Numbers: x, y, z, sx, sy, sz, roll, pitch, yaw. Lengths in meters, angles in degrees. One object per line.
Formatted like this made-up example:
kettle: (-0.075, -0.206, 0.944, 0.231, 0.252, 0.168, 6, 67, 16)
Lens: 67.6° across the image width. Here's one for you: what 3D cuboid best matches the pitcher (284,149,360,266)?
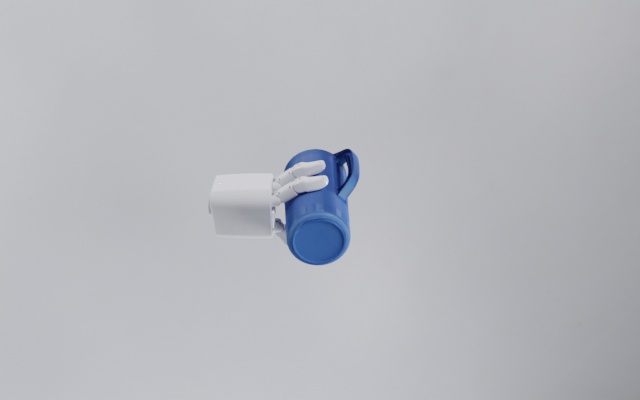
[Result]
pitcher: (0.000, 0.003, 0.891, 0.145, 0.149, 0.242, 2, 29, -4)
